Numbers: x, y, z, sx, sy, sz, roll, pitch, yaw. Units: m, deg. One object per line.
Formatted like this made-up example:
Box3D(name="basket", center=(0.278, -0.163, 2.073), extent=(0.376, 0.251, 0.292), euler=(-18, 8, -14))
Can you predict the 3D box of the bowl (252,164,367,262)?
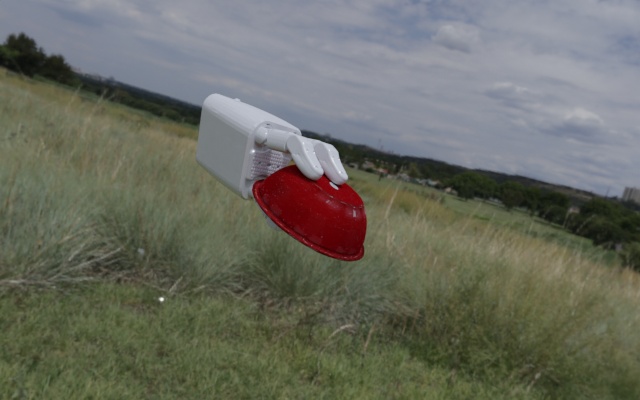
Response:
Box3D(name="bowl", center=(0.001, 0.002, 0.582), extent=(0.162, 0.055, 0.162), euler=(31, 18, -11))
